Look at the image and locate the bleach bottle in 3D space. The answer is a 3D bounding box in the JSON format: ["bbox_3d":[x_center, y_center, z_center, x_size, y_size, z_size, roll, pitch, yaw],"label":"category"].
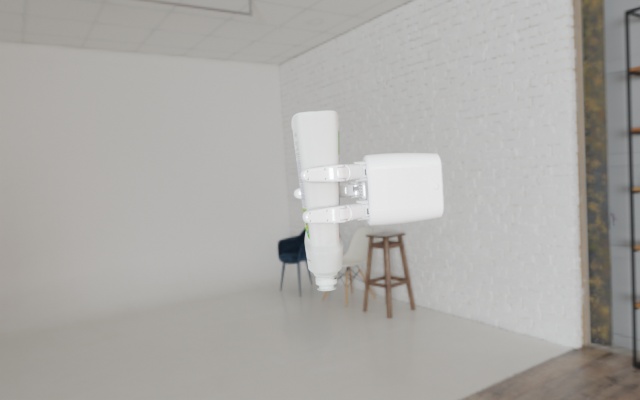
[{"bbox_3d":[0.000,0.002,0.691,0.068,0.251,0.102,-4,4,-3],"label":"bleach bottle"}]
